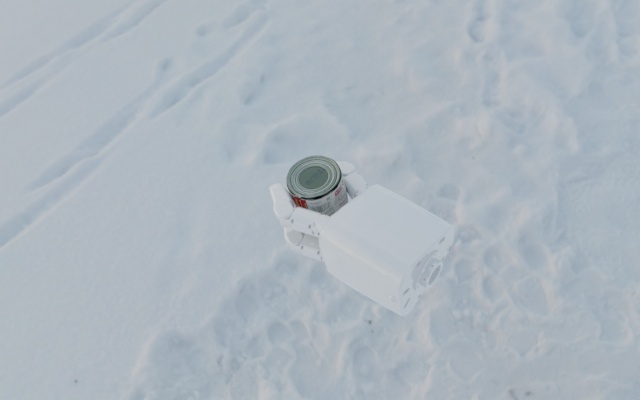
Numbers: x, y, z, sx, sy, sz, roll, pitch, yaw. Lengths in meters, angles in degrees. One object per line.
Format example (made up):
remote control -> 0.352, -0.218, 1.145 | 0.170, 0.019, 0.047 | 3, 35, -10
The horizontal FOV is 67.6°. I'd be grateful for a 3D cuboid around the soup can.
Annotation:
soup can -> 0.000, 0.001, 0.595 | 0.068, 0.068, 0.102 | 0, -37, 13
